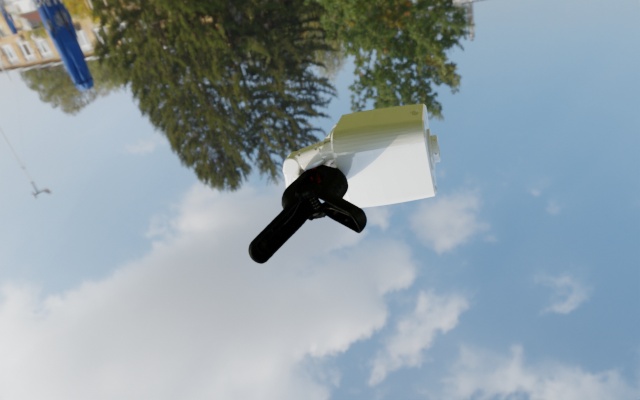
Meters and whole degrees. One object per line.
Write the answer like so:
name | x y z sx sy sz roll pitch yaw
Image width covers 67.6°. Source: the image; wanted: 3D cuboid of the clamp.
clamp | 0.000 0.002 0.512 0.120 0.039 0.171 -9 29 19
